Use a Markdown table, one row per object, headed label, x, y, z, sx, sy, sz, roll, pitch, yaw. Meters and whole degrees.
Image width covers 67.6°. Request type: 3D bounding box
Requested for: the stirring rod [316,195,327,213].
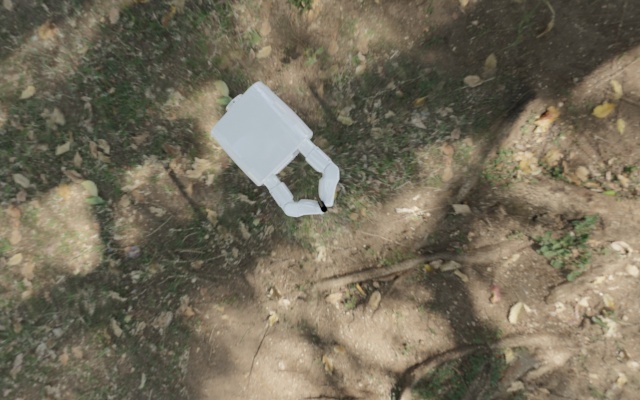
| label | x | y | z | sx | sy | sz | roll | pitch | yaw |
| --- | --- | --- | --- | --- | --- | --- | --- | --- | --- |
| stirring rod | 0.000 | 0.002 | 0.700 | 0.011 | 0.011 | 0.239 | 0 | 4 | -2 |
